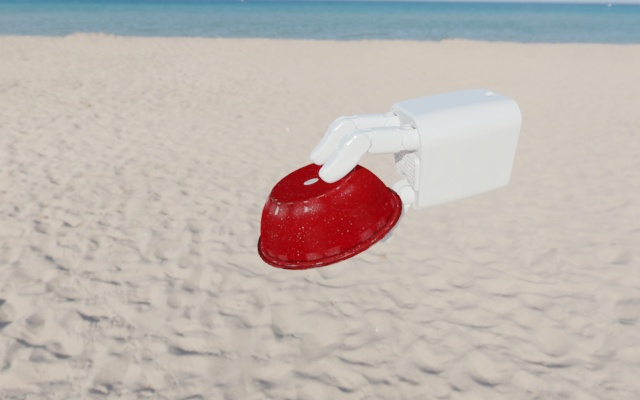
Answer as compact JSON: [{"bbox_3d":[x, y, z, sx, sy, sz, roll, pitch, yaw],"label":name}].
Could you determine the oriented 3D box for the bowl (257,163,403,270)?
[{"bbox_3d":[-0.001,0.002,0.496,0.162,0.055,0.162,-17,25,8],"label":"bowl"}]
